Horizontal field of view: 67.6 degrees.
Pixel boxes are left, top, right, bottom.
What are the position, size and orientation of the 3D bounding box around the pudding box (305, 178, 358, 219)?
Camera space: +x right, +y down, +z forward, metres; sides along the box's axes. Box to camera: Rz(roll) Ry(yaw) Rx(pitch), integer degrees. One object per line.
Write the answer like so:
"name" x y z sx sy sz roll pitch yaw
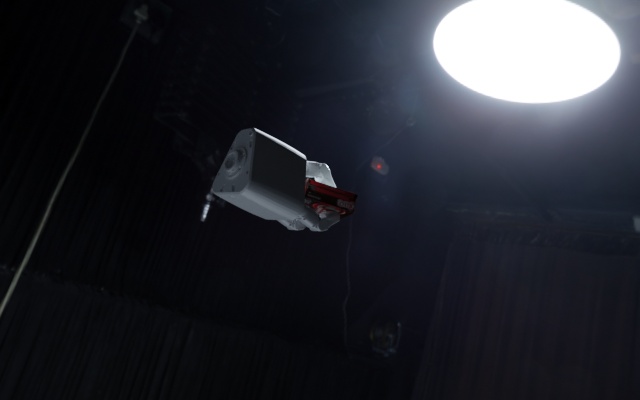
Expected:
"pudding box" 0.000 0.002 0.807 0.090 0.039 0.113 18 -14 -14
